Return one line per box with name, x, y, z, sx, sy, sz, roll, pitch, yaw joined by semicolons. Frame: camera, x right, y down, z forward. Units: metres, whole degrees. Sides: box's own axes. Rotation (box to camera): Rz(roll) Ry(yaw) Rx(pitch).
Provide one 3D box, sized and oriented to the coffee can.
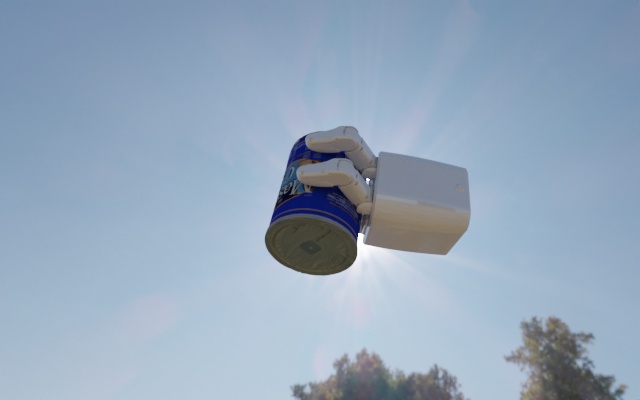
coffee can;0.000;0.002;0.563;0.103;0.140;0.103;7;-42;6
